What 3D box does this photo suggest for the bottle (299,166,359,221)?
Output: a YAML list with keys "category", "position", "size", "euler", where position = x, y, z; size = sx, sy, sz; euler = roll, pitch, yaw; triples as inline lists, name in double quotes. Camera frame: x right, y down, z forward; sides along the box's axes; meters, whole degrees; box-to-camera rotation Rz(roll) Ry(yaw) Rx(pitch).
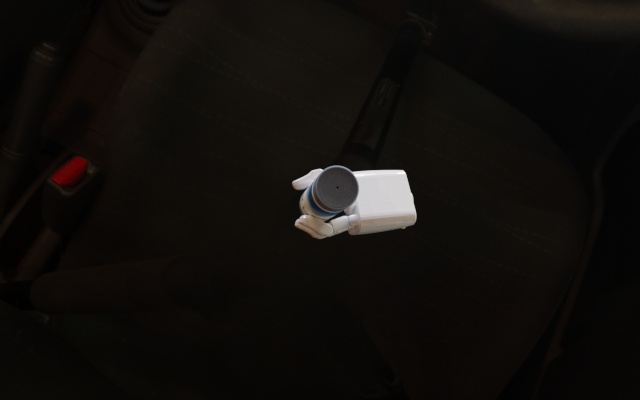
- category: "bottle"
  position: [0.000, 0.003, 0.847]
  size: [0.069, 0.069, 0.296]
  euler: [0, -9, -10]
